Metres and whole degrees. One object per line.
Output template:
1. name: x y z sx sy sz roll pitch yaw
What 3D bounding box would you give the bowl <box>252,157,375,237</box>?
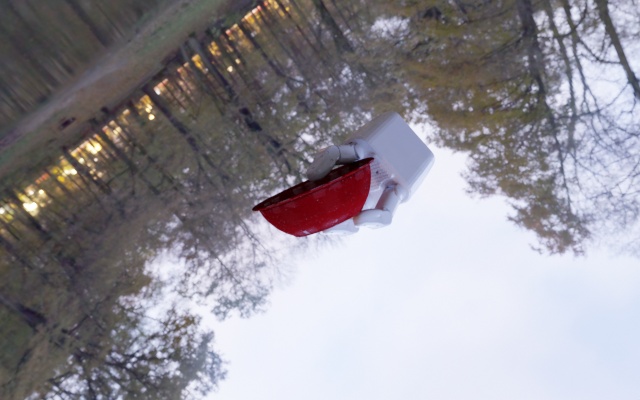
1. bowl: -0.001 0.003 0.588 0.162 0.055 0.162 -22 6 3
